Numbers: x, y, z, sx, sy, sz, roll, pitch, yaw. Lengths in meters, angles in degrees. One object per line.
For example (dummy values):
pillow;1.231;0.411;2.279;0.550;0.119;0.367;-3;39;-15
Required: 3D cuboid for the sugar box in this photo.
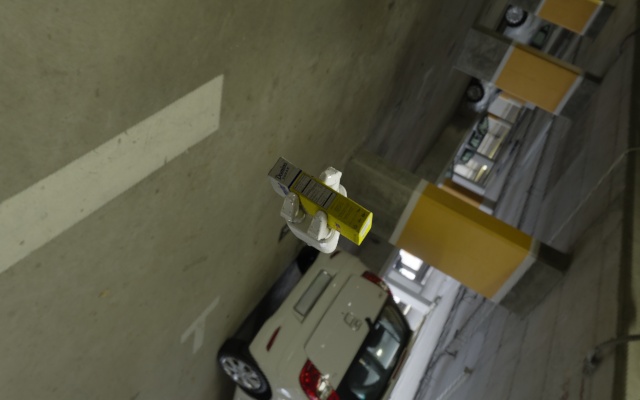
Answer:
sugar box;0.000;0.003;0.787;0.176;0.048;0.093;30;-13;12
